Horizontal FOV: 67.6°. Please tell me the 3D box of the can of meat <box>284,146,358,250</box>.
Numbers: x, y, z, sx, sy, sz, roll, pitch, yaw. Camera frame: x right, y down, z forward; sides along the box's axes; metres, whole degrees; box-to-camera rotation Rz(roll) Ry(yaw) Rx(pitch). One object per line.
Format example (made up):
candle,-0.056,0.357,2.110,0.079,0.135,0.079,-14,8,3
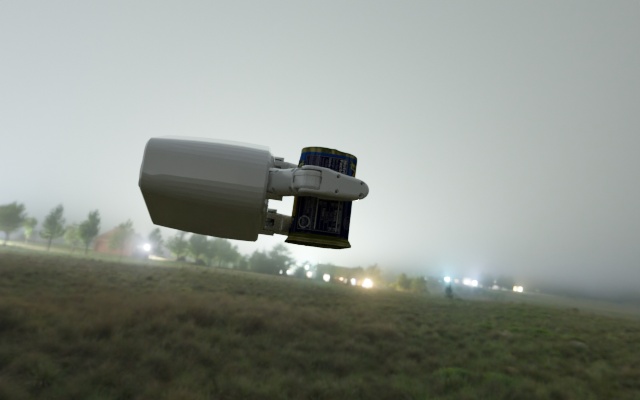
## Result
can of meat,0.000,0.001,0.453,0.057,0.084,0.102,8,-8,-5
